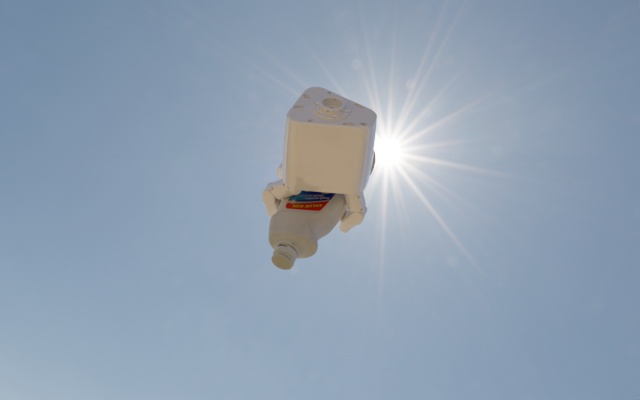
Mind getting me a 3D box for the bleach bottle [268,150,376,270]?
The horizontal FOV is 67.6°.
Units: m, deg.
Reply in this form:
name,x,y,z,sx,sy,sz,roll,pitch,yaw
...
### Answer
name,x,y,z,sx,sy,sz,roll,pitch,yaw
bleach bottle,0.000,0.002,0.695,0.102,0.068,0.250,16,45,12
